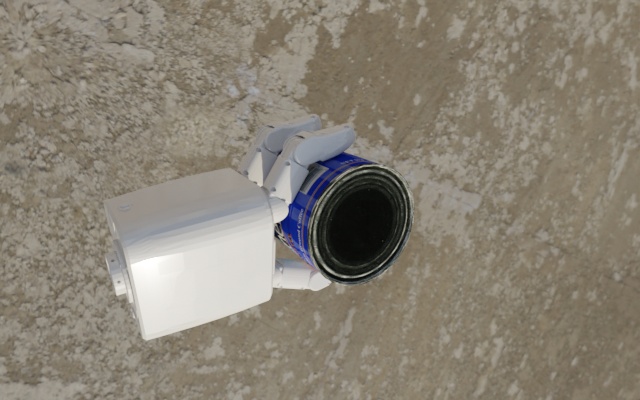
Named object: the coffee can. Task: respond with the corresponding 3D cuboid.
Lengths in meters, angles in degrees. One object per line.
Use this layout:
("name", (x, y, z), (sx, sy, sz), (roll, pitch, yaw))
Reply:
("coffee can", (0.000, 0.001, 0.433), (0.103, 0.103, 0.140), (0, 16, -32))
